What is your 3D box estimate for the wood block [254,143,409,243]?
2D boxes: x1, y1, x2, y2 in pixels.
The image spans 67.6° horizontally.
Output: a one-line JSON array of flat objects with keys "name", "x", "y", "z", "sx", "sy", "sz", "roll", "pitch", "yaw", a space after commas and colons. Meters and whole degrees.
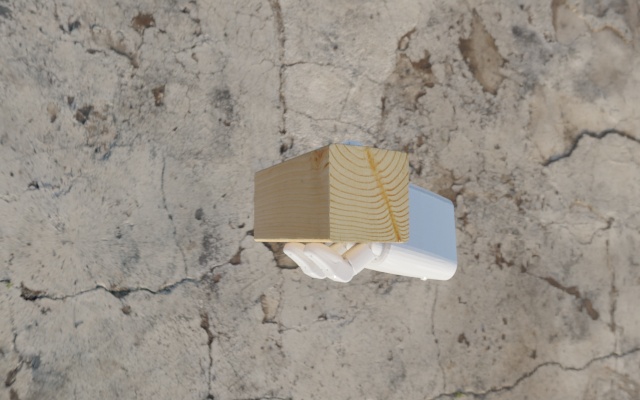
[{"name": "wood block", "x": 0.001, "y": 0.001, "z": 0.533, "sx": 0.090, "sy": 0.091, "sz": 0.206, "roll": 3, "pitch": -6, "yaw": -27}]
